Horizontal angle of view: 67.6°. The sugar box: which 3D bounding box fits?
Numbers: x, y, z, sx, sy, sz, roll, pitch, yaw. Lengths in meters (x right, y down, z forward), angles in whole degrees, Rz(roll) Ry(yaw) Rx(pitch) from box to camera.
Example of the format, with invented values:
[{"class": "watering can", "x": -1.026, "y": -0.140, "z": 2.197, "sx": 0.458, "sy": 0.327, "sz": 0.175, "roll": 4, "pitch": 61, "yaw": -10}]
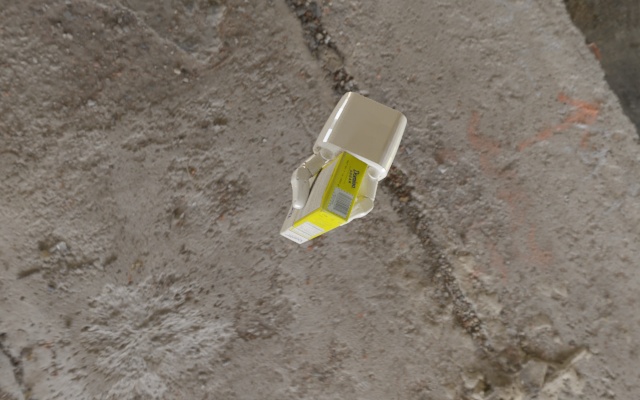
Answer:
[{"class": "sugar box", "x": 0.001, "y": 0.002, "z": 0.697, "sx": 0.048, "sy": 0.093, "sz": 0.176, "roll": 27, "pitch": -22, "yaw": -12}]
